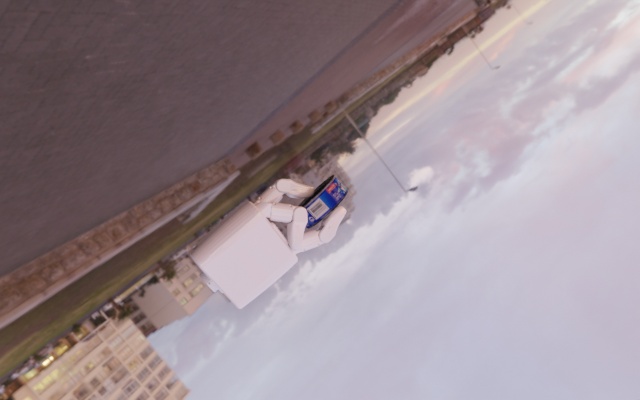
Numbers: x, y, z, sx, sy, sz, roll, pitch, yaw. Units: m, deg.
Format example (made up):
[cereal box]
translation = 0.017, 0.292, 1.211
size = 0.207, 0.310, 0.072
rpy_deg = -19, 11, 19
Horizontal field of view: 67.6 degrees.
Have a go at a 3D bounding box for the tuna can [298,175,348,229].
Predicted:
[tuna can]
translation = 0.001, 0.003, 0.717
size = 0.086, 0.034, 0.086
rpy_deg = -42, 7, 6
